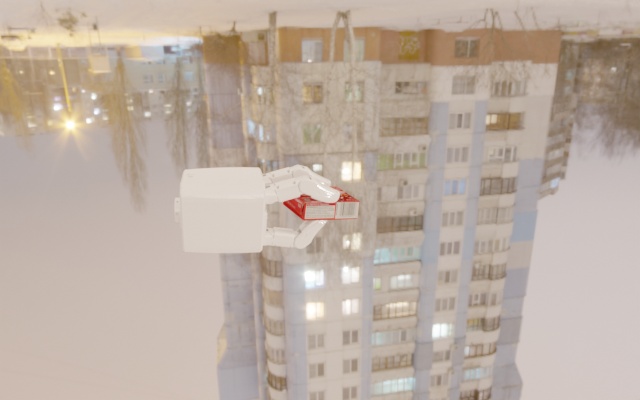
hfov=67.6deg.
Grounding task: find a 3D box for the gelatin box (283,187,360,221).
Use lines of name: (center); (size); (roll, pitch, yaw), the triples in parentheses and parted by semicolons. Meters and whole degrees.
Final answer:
gelatin box: (0.000, 0.003, 0.682); (0.089, 0.030, 0.073); (-1, 18, -26)
